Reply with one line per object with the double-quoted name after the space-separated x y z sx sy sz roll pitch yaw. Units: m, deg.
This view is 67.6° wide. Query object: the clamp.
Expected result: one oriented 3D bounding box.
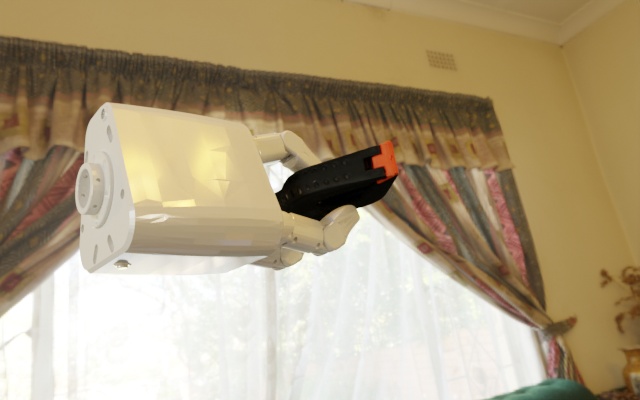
0.000 0.000 0.441 0.164 0.036 0.210 3 -20 -43 "clamp"
